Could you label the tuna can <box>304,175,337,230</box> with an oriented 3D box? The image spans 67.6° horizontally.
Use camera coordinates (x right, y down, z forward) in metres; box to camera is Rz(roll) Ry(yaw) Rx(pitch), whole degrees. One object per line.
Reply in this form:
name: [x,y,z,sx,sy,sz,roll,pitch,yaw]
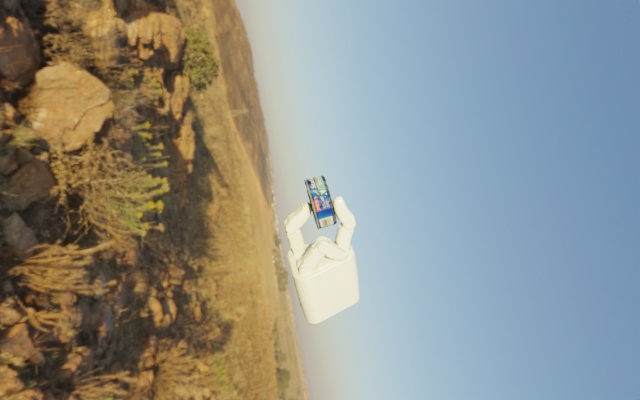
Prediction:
tuna can: [0.001,0.002,0.787,0.034,0.086,0.086,-16,1,-3]
